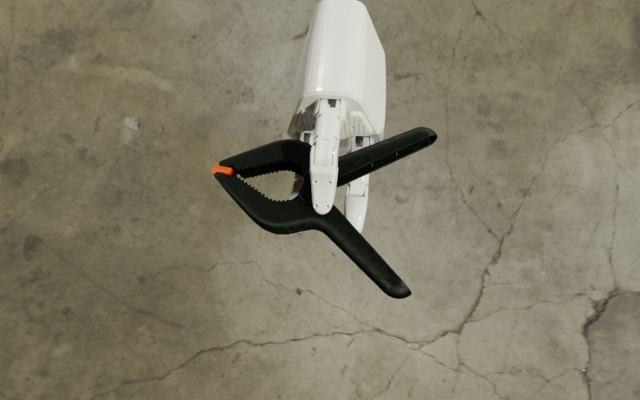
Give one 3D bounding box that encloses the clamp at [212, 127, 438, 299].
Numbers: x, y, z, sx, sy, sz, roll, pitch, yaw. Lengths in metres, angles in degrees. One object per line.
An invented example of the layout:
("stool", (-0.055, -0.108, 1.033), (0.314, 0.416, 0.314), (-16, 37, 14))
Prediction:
("clamp", (-0.001, 0.001, 0.443), (0.210, 0.164, 0.036), (4, -20, 6))
